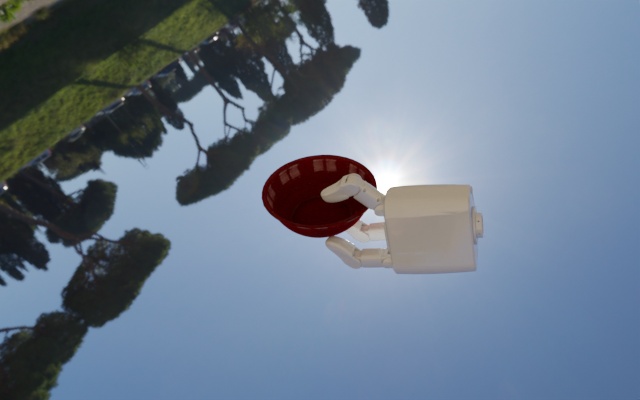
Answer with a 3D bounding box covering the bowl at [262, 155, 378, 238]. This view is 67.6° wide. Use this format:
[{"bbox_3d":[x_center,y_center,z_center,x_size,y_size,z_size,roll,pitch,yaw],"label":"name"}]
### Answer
[{"bbox_3d":[-0.001,0.002,0.680,0.162,0.055,0.162,-3,40,3],"label":"bowl"}]
